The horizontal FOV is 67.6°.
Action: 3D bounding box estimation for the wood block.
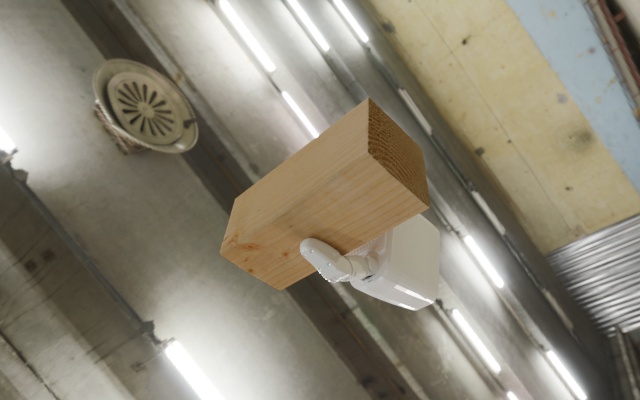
[{"bbox_3d":[0.000,0.002,0.499,0.206,0.090,0.090,-34,-57,31],"label":"wood block"}]
